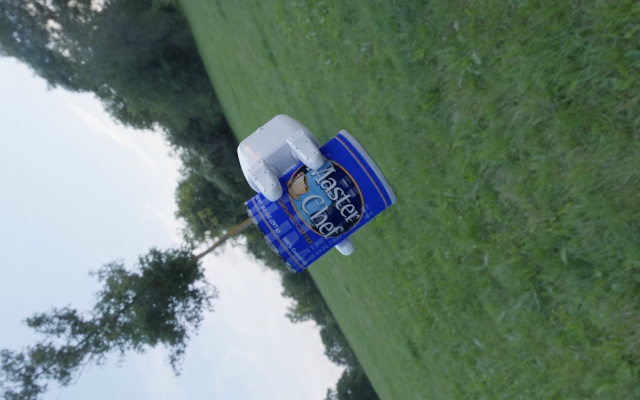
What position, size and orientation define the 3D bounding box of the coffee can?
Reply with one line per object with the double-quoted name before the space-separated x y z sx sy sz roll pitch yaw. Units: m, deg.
"coffee can" 0.000 0.002 0.544 0.140 0.103 0.103 -37 0 -1
